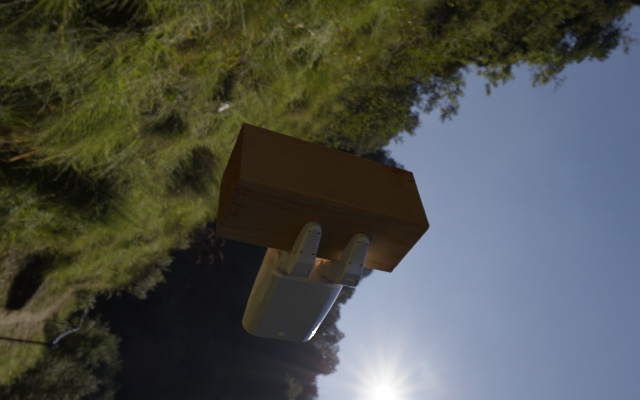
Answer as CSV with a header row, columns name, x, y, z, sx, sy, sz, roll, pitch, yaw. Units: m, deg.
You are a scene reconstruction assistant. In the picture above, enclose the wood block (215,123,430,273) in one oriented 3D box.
name,x,y,z,sx,sy,sz,roll,pitch,yaw
wood block,0.000,0.002,0.524,0.206,0.090,0.090,14,-49,-20
